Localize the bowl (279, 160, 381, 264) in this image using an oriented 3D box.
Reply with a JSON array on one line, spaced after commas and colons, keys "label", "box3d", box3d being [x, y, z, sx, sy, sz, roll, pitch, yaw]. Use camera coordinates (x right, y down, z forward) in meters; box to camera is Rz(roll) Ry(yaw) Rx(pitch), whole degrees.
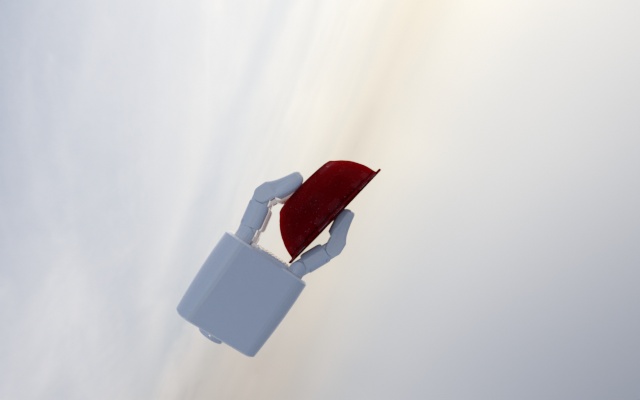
[{"label": "bowl", "box3d": [0.001, 0.001, 0.589, 0.055, 0.162, 0.162, 45, -3, 3]}]
